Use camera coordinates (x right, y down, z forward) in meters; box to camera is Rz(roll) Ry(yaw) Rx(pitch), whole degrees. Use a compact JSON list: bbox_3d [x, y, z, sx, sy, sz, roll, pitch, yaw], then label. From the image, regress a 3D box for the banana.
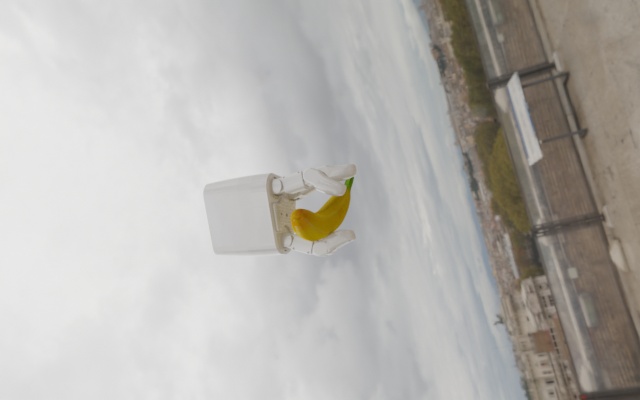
[{"bbox_3d":[0.002,0.019,0.651,0.037,0.070,0.197,4,17,20],"label":"banana"}]
